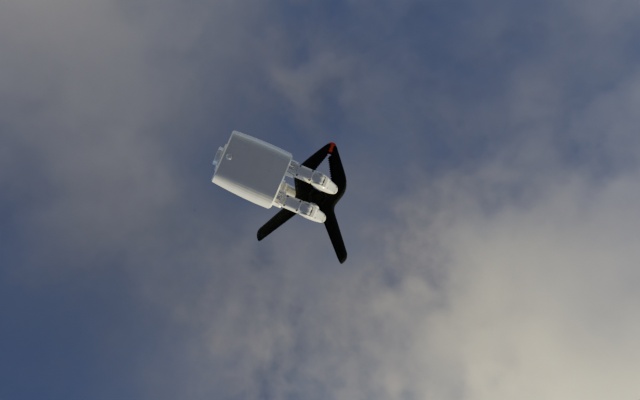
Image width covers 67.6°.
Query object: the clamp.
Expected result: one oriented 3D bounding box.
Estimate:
[{"bbox_3d":[0.000,0.002,0.848,0.164,0.210,0.036,24,-7,-12],"label":"clamp"}]
